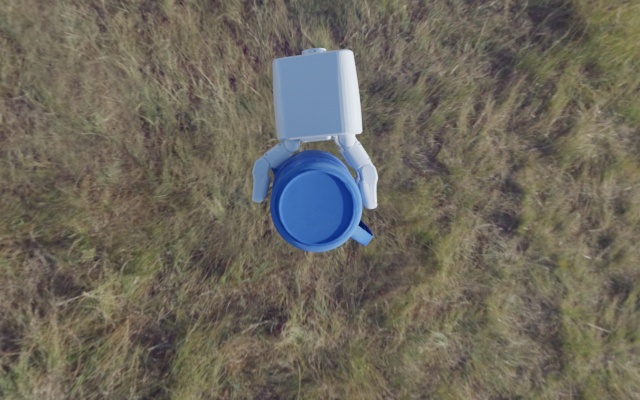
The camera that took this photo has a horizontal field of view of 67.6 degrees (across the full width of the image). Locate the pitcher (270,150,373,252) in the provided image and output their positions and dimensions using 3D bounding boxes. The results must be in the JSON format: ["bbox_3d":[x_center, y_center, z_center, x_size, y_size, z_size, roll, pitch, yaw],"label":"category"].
[{"bbox_3d":[0.000,0.002,0.666,0.149,0.145,0.243,-5,7,-1],"label":"pitcher"}]
